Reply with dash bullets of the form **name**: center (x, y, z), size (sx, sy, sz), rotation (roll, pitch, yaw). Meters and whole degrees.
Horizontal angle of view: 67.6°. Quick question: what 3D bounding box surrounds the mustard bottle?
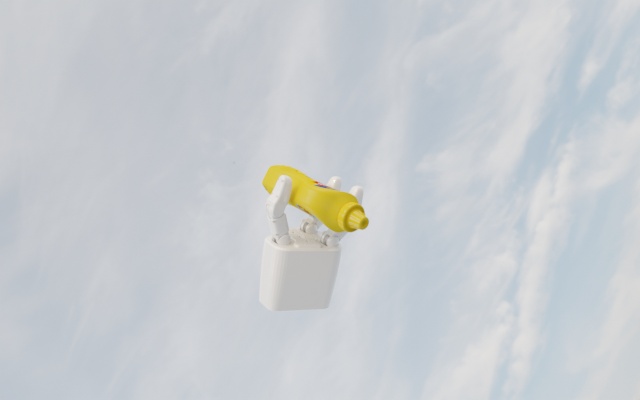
- **mustard bottle**: center (0.000, 0.002, 0.700), size (0.096, 0.058, 0.191), rotation (28, 0, -43)
